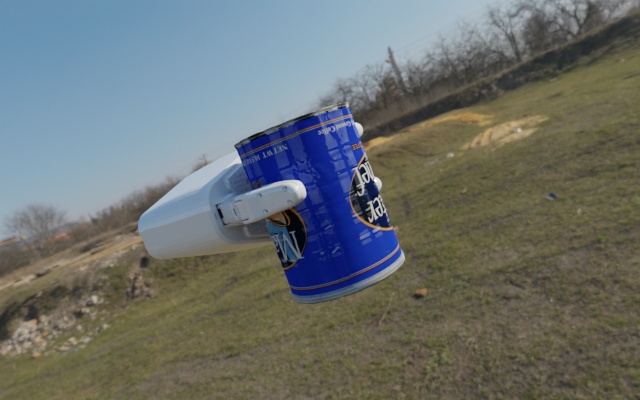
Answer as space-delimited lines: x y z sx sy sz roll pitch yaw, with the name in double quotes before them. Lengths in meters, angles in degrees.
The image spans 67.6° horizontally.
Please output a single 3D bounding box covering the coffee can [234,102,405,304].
"coffee can" 0.000 0.001 0.407 0.103 0.140 0.103 -20 6 2
